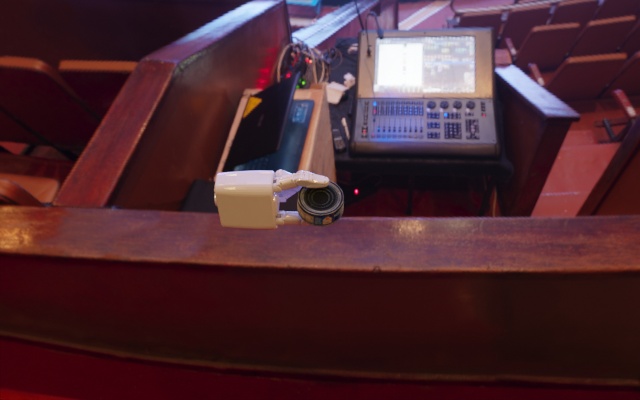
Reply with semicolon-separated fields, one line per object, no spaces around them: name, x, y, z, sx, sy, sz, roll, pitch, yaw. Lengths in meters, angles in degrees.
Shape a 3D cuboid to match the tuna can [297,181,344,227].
tuna can;0.000;0.002;0.866;0.086;0.086;0.034;0;-37;-1
